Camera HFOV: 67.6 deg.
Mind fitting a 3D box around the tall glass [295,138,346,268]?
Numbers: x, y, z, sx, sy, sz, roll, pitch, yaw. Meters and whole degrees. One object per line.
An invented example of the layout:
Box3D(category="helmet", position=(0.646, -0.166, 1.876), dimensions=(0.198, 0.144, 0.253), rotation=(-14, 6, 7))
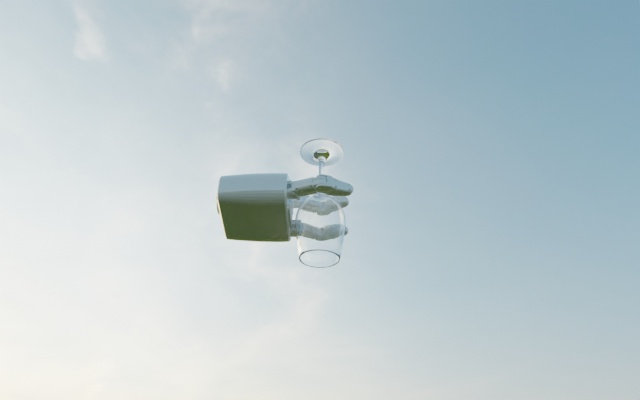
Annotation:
Box3D(category="tall glass", position=(0.000, 0.002, 0.756), dimensions=(0.079, 0.201, 0.079), rotation=(1, -32, 0))
